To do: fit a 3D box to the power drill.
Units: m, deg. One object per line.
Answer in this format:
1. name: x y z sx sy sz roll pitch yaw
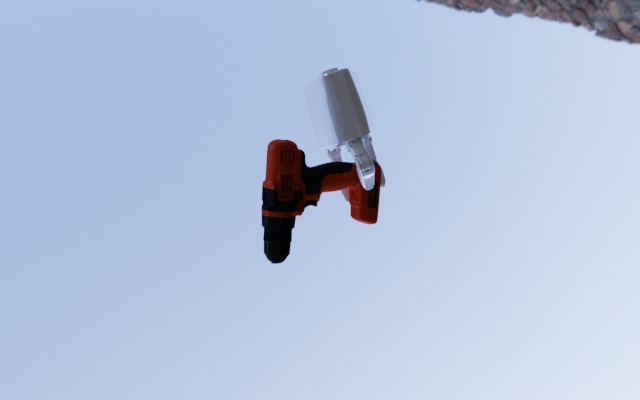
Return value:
1. power drill: 0.001 0.002 0.732 0.187 0.184 0.057 -1 11 -29
